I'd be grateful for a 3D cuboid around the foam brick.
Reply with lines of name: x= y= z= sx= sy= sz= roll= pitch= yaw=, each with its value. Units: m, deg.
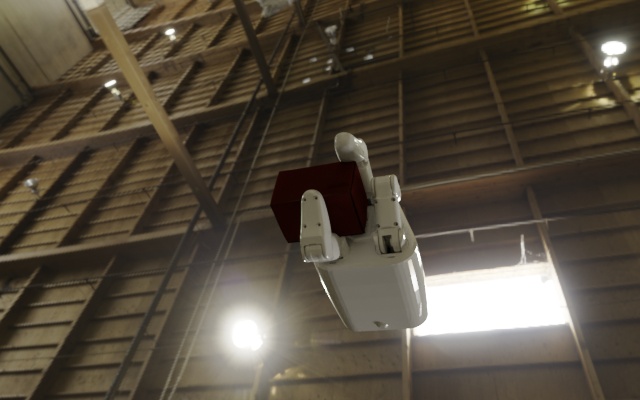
foam brick: x=0.000 y=0.001 z=0.449 sx=0.078 sy=0.051 sz=0.053 roll=-8 pitch=38 yaw=17
